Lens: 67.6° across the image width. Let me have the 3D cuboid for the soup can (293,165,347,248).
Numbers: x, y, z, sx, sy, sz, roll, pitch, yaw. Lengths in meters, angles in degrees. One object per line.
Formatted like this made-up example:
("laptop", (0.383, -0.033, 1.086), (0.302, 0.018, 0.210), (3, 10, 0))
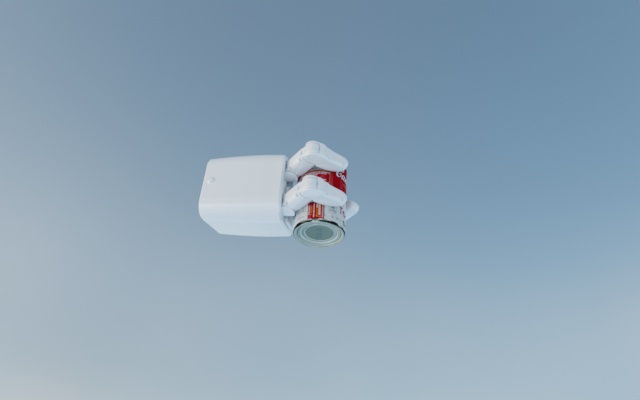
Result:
("soup can", (0.001, 0.002, 0.627), (0.068, 0.102, 0.069), (2, -35, 1))
